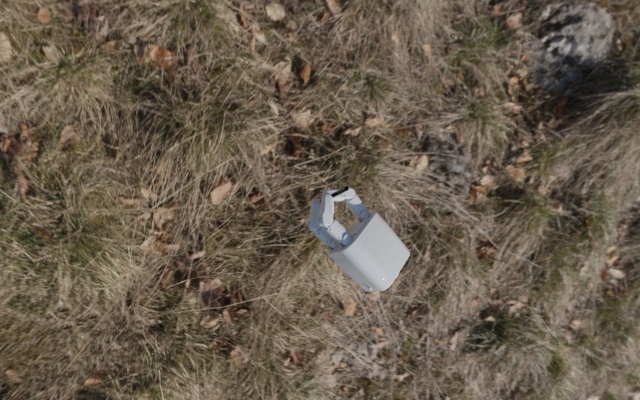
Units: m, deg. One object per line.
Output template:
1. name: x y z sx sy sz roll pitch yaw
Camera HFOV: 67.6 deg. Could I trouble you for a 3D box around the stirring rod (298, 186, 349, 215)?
1. stirring rod: 0.000 0.003 0.895 0.011 0.011 0.239 0 -11 -21
